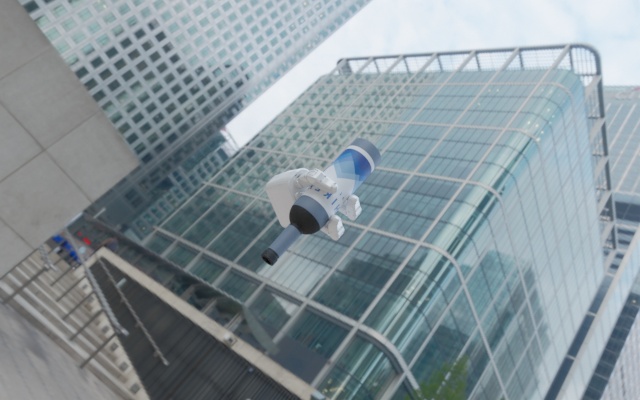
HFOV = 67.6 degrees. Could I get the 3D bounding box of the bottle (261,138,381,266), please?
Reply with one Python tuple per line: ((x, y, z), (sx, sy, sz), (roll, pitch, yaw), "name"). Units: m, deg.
((0.000, 0.003, 0.861), (0.295, 0.069, 0.069), (-47, 25, -25), "bottle")
